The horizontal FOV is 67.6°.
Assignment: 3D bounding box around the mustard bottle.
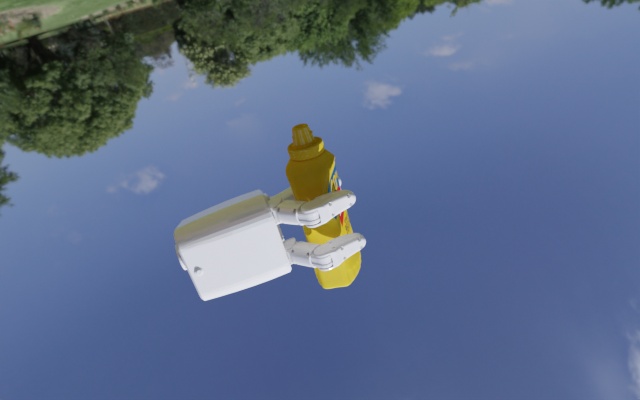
[{"bbox_3d":[0.000,0.002,0.562,0.058,0.192,0.096,-10,26,14],"label":"mustard bottle"}]
